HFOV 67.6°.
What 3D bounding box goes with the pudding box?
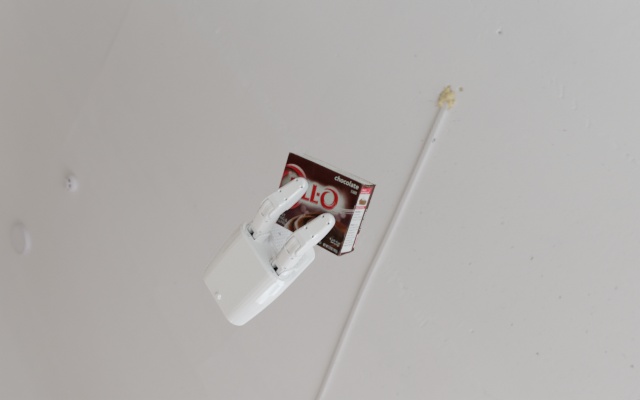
[{"bbox_3d":[0.000,0.002,0.571,0.113,0.090,0.039,25,16,29],"label":"pudding box"}]
